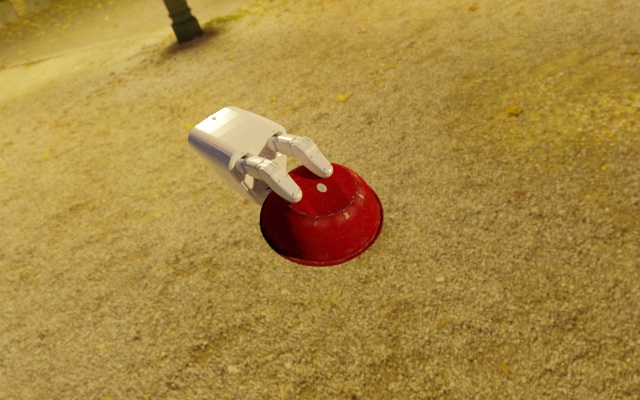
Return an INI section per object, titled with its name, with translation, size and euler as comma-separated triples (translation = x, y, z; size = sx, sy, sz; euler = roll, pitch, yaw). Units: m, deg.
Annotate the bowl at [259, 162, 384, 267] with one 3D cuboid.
[bowl]
translation = 0.001, 0.002, 0.600
size = 0.162, 0.162, 0.055
euler = 0, -41, 3
